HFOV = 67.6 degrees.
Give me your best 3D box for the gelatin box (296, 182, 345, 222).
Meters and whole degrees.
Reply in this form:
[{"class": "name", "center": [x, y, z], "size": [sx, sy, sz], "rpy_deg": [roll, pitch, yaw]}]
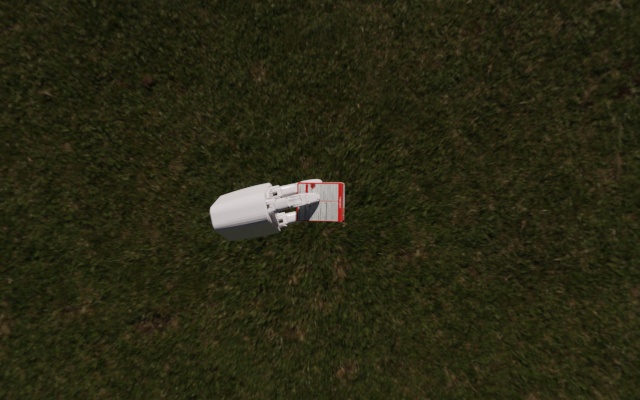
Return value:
[{"class": "gelatin box", "center": [0.000, 0.003, 0.895], "size": [0.089, 0.073, 0.030], "rpy_deg": [1, -1, 13]}]
